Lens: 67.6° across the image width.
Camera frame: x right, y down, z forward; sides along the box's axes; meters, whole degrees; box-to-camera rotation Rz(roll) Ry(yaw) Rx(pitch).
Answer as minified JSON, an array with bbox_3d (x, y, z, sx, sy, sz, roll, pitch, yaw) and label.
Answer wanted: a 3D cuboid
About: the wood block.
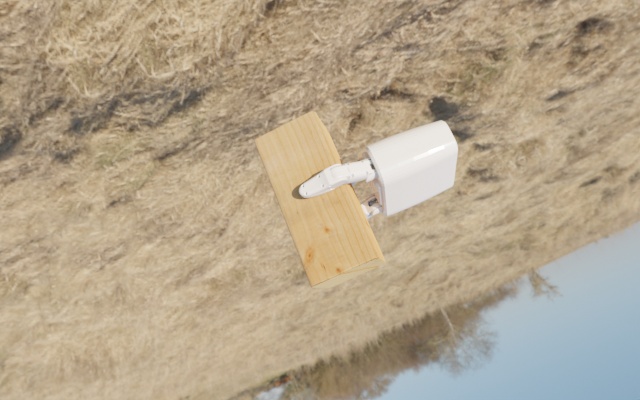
[{"bbox_3d":[0.000,0.002,0.628,0.090,0.206,0.091,-25,-16,8],"label":"wood block"}]
